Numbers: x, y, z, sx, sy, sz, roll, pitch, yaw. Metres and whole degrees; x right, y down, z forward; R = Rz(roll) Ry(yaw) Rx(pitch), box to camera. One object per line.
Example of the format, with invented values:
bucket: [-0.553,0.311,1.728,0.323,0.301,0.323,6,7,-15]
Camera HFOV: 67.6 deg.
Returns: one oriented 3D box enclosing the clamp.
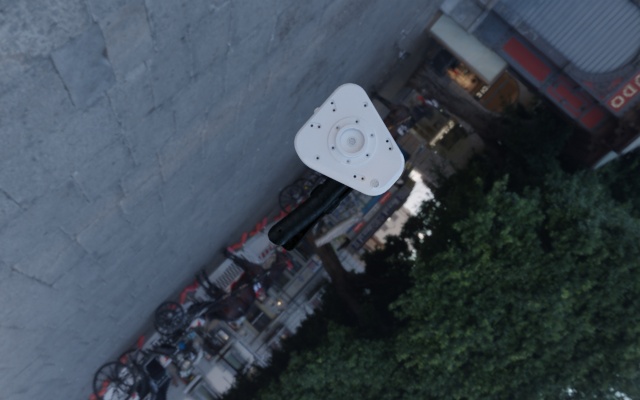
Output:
clamp: [0.001,0.002,0.604,0.039,0.171,0.120,43,4,3]
